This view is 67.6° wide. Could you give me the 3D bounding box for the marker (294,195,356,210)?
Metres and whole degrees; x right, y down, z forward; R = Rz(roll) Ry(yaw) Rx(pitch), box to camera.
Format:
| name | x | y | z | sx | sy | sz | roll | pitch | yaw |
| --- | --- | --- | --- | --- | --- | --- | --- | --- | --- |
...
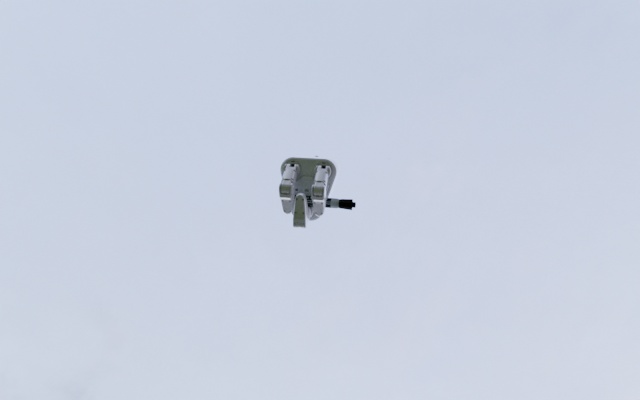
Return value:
| name | x | y | z | sx | sy | sz | roll | pitch | yaw |
| --- | --- | --- | --- | --- | --- | --- | --- | --- | --- |
| marker | 0.000 | 0.003 | 0.820 | 0.121 | 0.020 | 0.020 | 4 | 1 | 8 |
